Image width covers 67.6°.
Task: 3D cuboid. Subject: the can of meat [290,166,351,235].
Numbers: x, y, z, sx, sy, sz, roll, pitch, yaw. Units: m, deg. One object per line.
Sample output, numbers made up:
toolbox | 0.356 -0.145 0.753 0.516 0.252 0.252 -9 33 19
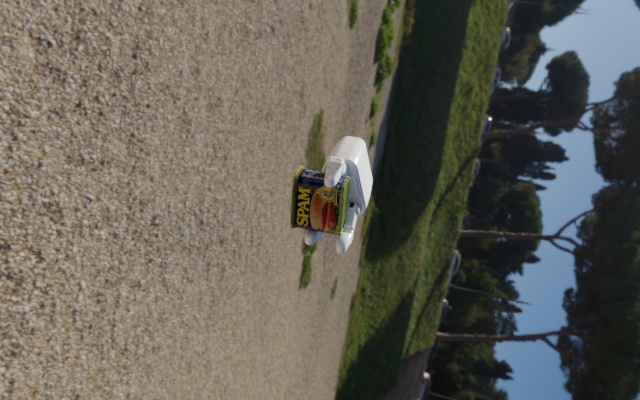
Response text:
can of meat | 0.000 0.003 0.774 0.084 0.102 0.057 10 28 10
